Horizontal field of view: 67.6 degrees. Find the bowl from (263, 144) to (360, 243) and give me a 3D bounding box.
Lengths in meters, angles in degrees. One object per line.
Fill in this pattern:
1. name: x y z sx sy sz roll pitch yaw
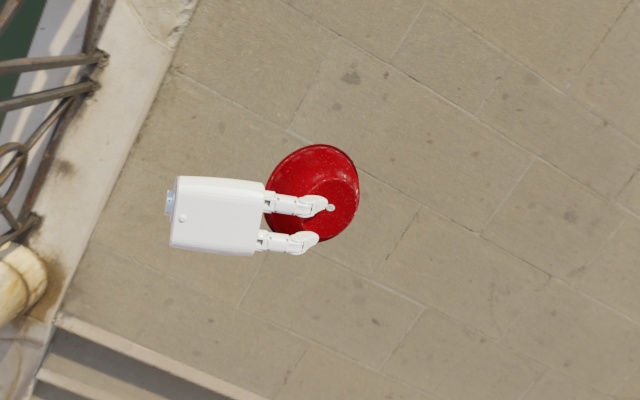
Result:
1. bowl: 0.002 0.002 0.697 0.162 0.162 0.055 0 22 -30
